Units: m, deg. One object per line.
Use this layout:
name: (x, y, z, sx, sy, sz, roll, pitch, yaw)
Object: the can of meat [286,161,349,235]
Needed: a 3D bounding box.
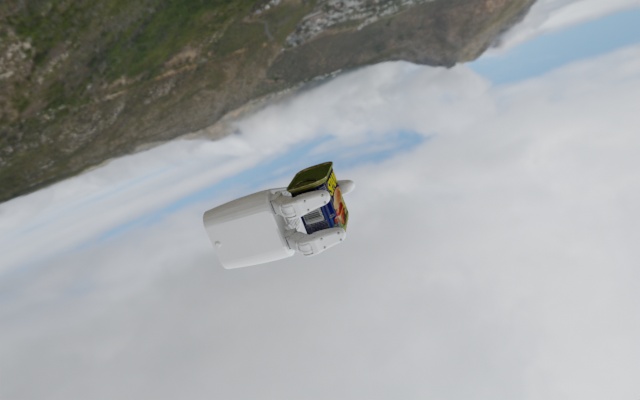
can of meat: (0.000, 0.002, 0.661, 0.057, 0.084, 0.102, -17, 16, 14)
